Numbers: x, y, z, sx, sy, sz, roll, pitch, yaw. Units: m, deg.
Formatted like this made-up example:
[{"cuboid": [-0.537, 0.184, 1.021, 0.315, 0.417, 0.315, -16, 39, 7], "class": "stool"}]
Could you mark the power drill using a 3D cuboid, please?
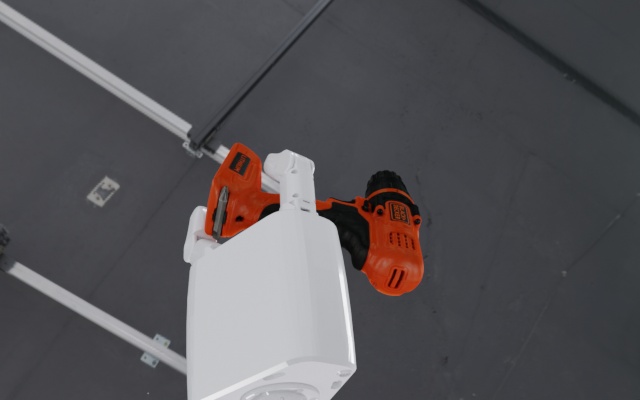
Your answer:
[{"cuboid": [0.000, 0.002, 0.444, 0.187, 0.057, 0.184, 13, 25, -3], "class": "power drill"}]
